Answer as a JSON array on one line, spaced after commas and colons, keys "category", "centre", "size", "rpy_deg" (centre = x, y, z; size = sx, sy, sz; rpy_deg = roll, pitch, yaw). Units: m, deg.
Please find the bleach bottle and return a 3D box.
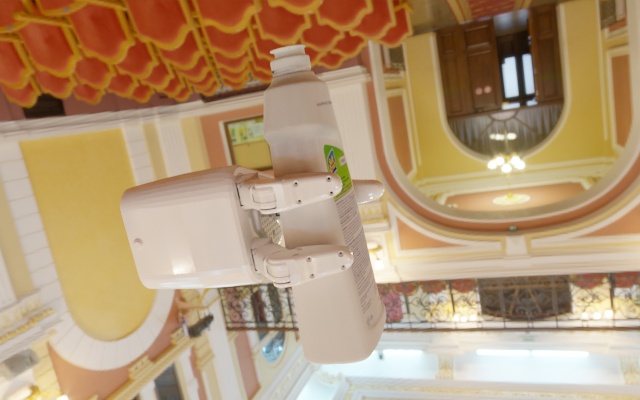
[{"category": "bleach bottle", "centre": [0.000, 0.001, 0.401], "size": [0.068, 0.251, 0.102], "rpy_deg": [-8, 11, 16]}]
